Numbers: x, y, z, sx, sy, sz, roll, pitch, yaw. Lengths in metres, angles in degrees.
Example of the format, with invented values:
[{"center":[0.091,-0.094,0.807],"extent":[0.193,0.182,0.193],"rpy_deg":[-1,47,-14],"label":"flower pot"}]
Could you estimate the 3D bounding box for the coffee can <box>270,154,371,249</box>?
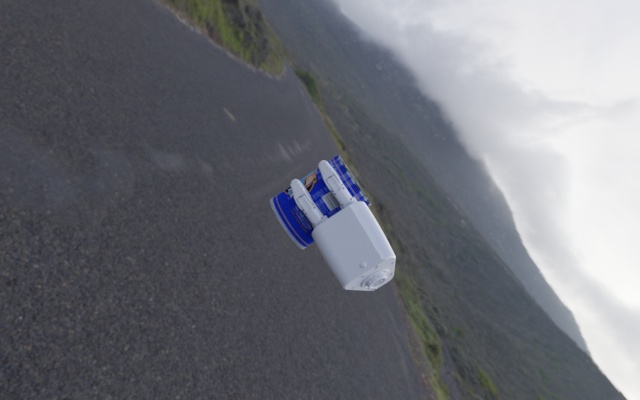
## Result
[{"center":[0.000,0.003,0.810],"extent":[0.140,0.103,0.103],"rpy_deg":[-33,-4,6],"label":"coffee can"}]
